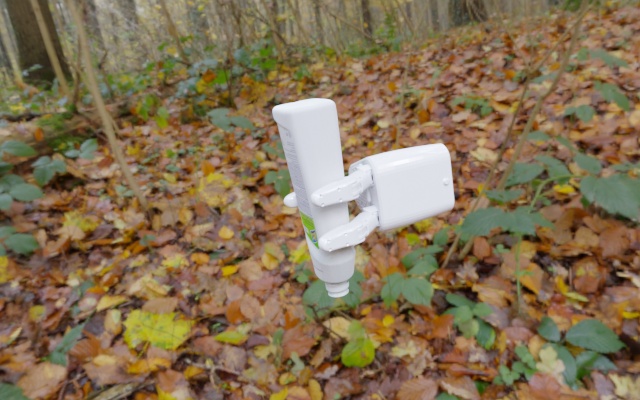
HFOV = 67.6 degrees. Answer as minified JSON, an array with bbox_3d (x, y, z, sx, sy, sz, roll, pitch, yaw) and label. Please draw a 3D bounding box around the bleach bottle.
[{"bbox_3d":[0.000,0.002,0.608,0.068,0.251,0.102,-14,17,-13],"label":"bleach bottle"}]
